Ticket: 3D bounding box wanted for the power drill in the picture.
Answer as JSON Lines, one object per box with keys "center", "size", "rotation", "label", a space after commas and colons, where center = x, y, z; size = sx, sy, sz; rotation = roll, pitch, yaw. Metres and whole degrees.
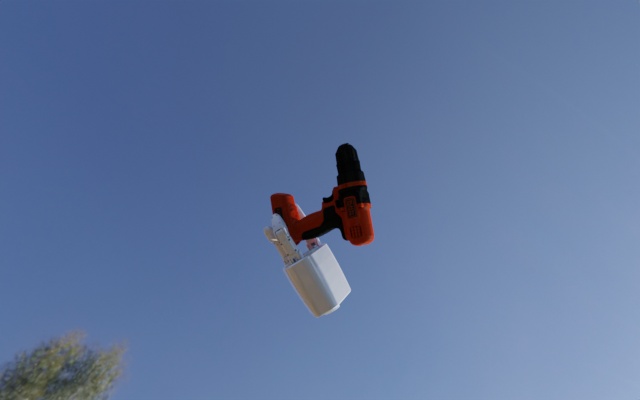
{"center": [0.000, 0.003, 0.877], "size": [0.187, 0.184, 0.057], "rotation": [-14, -10, 28], "label": "power drill"}
